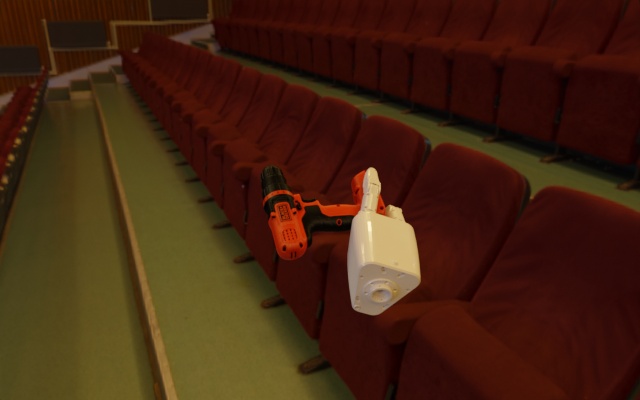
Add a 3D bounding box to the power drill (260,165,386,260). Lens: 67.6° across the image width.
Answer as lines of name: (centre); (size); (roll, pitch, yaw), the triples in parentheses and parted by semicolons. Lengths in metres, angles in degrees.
power drill: (0.001, 0.003, 0.790); (0.187, 0.184, 0.057); (-11, -35, -10)
